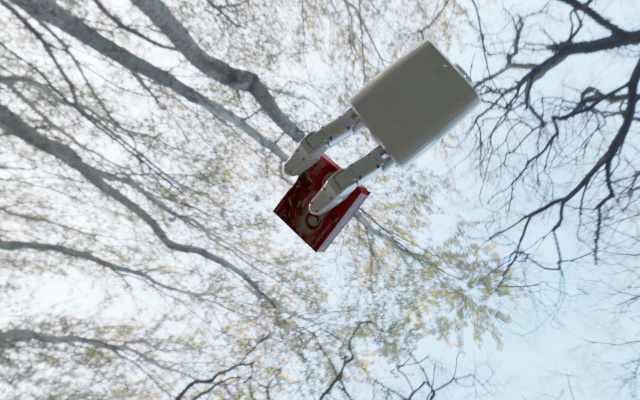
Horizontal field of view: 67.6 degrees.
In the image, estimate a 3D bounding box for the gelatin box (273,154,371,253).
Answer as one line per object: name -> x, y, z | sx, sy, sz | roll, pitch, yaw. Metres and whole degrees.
gelatin box -> 0.000, 0.002, 0.536 | 0.073, 0.089, 0.030 | 42, 12, 22
